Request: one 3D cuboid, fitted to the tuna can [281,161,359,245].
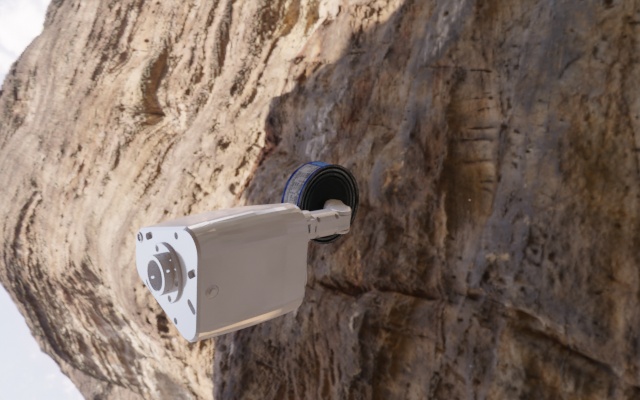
[{"bbox_3d":[0.000,0.002,0.512,0.086,0.086,0.033,0,11,-43],"label":"tuna can"}]
